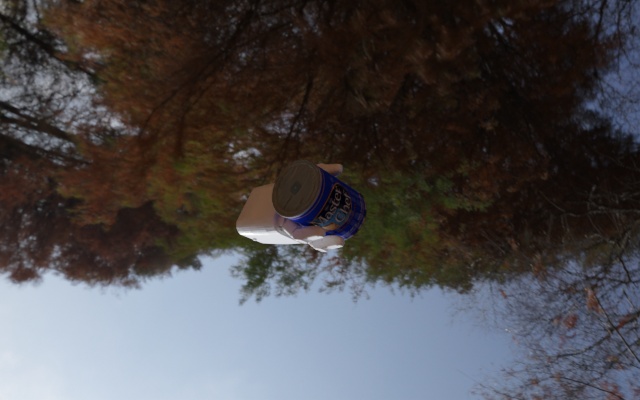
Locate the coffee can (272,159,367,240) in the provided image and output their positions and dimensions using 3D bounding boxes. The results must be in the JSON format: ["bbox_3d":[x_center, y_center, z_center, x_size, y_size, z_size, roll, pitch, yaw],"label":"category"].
[{"bbox_3d":[0.000,0.003,0.829,0.103,0.102,0.140,0,-20,40],"label":"coffee can"}]
